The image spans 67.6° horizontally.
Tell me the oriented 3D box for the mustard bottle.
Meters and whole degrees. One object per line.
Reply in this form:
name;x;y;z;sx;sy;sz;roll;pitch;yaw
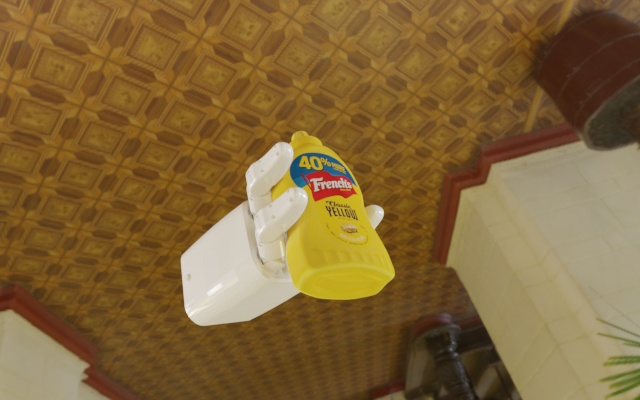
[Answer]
mustard bottle;0.000;0.002;0.471;0.096;0.191;0.058;8;-45;-30
